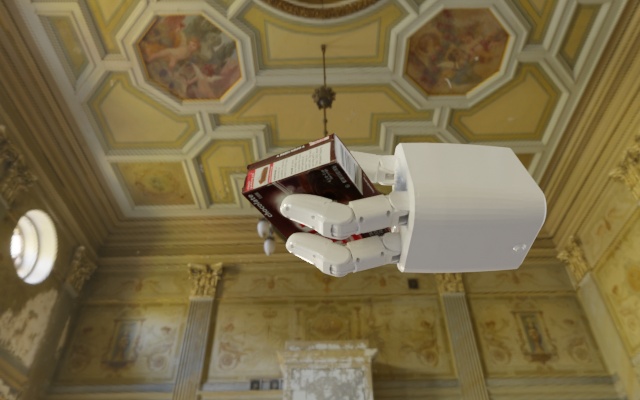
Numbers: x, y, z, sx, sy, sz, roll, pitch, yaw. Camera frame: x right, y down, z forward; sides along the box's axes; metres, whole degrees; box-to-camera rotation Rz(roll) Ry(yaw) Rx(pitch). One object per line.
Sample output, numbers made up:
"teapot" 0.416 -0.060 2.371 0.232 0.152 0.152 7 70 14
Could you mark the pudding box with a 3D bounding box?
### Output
"pudding box" 0.000 0.001 0.421 0.090 0.039 0.113 -18 -46 23
